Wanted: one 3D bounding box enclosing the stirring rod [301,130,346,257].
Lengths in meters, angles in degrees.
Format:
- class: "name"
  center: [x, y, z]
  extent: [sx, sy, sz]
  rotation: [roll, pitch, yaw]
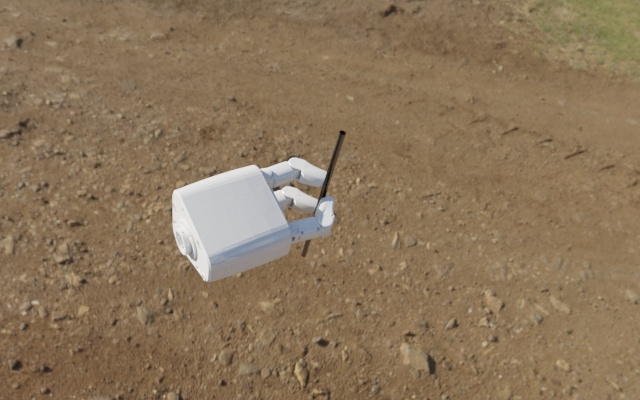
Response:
- class: "stirring rod"
  center: [0.000, 0.002, 0.637]
  extent: [0.011, 0.011, 0.240]
  rotation: [0, -42, -17]
